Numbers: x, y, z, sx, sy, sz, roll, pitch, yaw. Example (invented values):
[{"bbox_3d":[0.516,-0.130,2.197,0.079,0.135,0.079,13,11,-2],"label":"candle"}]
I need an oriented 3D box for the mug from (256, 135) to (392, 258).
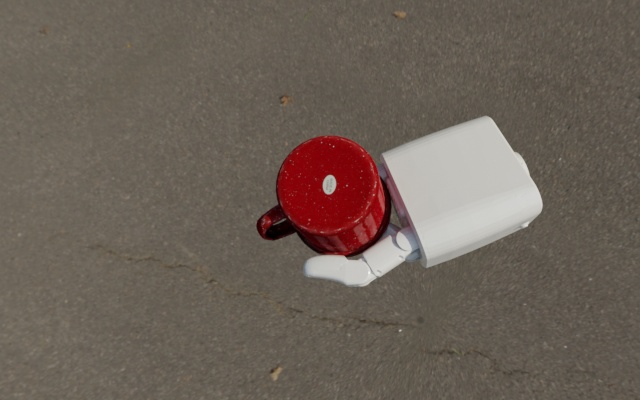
[{"bbox_3d":[-0.001,0.002,0.400,0.117,0.093,0.081,-23,-17,4],"label":"mug"}]
